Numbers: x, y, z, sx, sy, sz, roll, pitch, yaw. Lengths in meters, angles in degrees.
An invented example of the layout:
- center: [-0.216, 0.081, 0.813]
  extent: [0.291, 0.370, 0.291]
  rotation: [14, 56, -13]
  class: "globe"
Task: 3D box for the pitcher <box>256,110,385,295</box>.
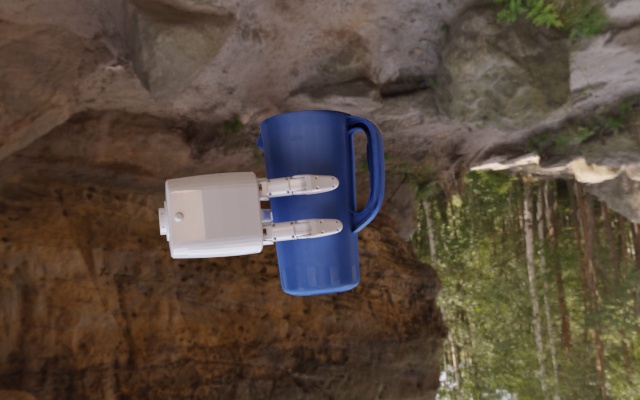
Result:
- center: [0.000, 0.002, 0.660]
  extent: [0.145, 0.243, 0.149]
  rotation: [-4, -4, -21]
  class: "pitcher"
